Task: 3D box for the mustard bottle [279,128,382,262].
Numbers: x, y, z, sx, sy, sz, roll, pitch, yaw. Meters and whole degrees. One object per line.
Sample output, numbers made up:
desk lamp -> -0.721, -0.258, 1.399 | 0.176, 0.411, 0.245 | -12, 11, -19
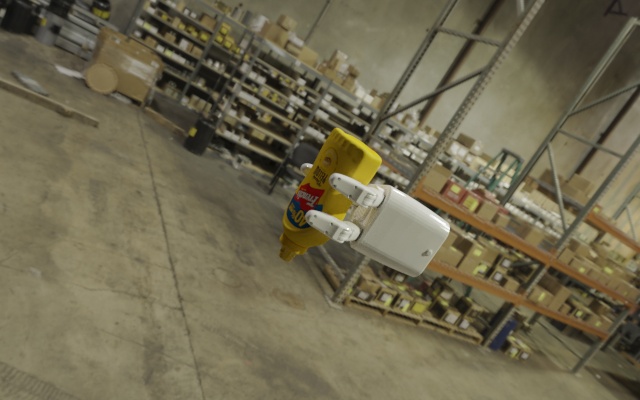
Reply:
mustard bottle -> 0.000, 0.002, 0.646 | 0.058, 0.192, 0.096 | 23, 16, -36
